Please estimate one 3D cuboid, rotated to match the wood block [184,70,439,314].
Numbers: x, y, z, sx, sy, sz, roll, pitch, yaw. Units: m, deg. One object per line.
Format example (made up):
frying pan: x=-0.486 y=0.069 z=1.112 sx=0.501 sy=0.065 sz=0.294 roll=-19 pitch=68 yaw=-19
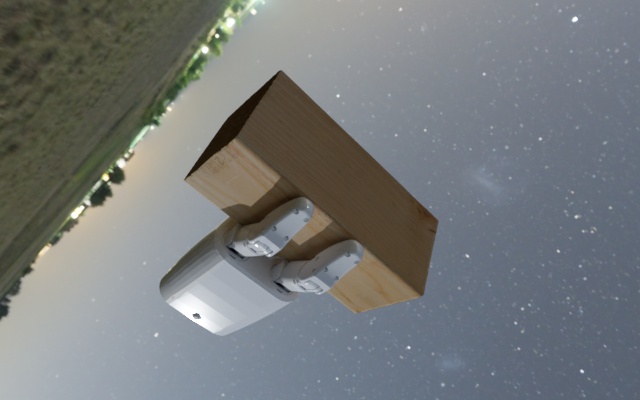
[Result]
wood block: x=0.000 y=0.001 z=0.425 sx=0.206 sy=0.090 sz=0.090 roll=41 pitch=-43 yaw=-21
